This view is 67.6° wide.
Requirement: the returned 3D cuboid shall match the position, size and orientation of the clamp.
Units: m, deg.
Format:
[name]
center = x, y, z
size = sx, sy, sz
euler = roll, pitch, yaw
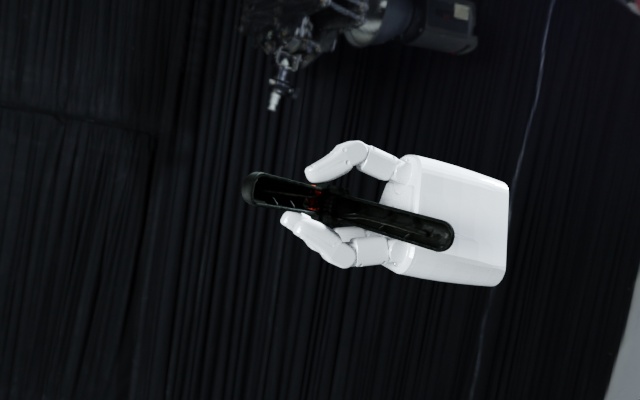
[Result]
[clamp]
center = 0.000, 0.001, 0.435
size = 0.164, 0.036, 0.210
euler = 15, 1, -17
